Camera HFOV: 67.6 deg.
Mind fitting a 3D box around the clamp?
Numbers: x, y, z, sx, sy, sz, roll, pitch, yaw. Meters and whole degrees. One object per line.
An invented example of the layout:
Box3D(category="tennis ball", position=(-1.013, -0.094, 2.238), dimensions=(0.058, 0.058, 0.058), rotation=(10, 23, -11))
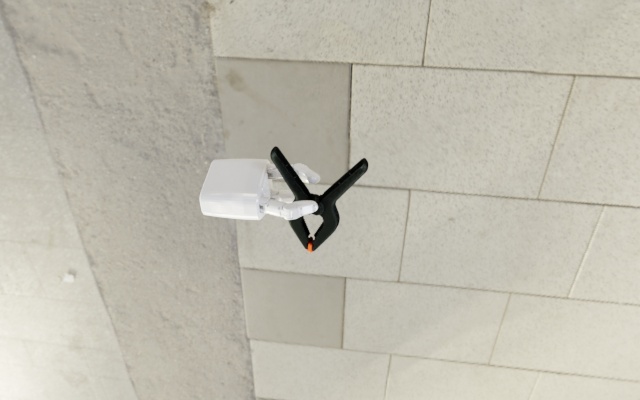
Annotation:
Box3D(category="clamp", position=(0.000, 0.004, 0.842), dimensions=(0.164, 0.210, 0.036), rotation=(3, 33, 7))
